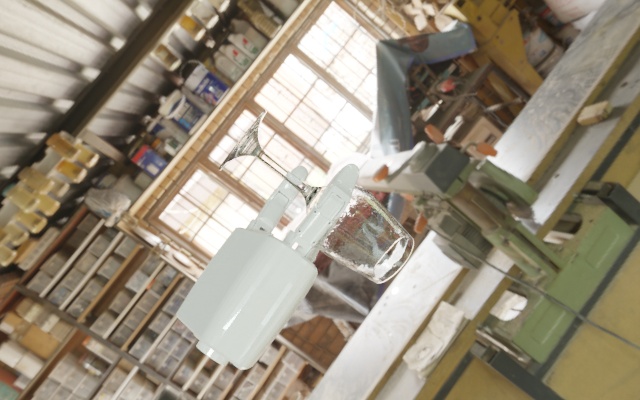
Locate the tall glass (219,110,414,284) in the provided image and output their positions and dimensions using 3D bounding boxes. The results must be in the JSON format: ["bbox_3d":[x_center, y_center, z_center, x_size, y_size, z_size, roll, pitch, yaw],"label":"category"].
[{"bbox_3d":[0.000,0.001,0.483,0.201,0.079,0.079,38,-8,-10],"label":"tall glass"}]
